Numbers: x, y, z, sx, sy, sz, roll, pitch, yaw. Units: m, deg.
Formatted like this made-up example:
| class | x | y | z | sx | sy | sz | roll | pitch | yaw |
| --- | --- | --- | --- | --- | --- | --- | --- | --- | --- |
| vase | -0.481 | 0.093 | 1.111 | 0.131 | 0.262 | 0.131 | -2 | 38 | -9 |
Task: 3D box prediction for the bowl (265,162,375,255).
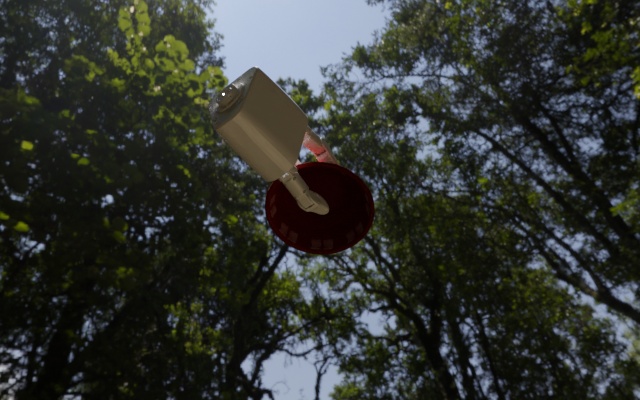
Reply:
| class | x | y | z | sx | sy | sz | roll | pitch | yaw |
| --- | --- | --- | --- | --- | --- | --- | --- | --- | --- |
| bowl | 0.001 | 0.003 | 0.720 | 0.162 | 0.162 | 0.055 | 0 | 32 | 5 |
